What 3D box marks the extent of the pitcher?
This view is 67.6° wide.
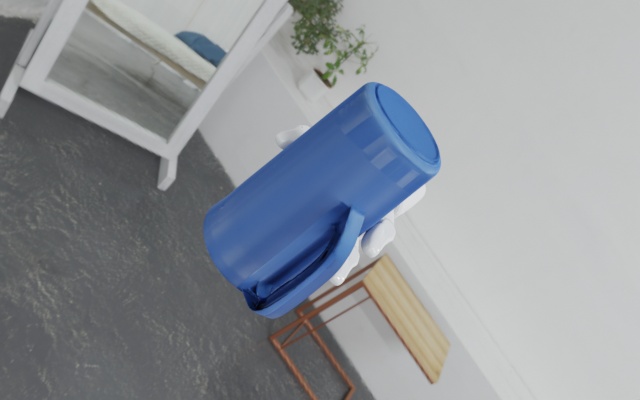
[{"bbox_3d":[0.000,0.002,0.491,0.243,0.149,0.145,-38,-10,29],"label":"pitcher"}]
